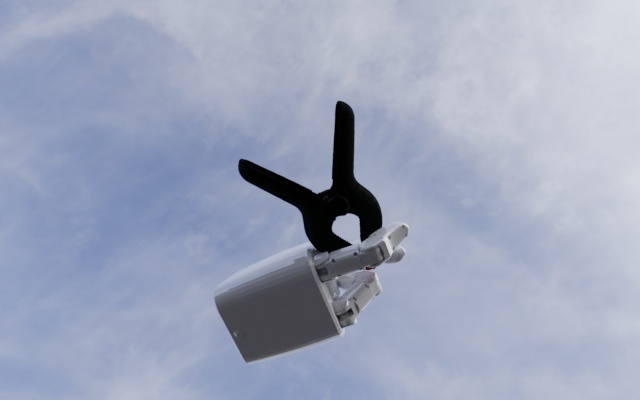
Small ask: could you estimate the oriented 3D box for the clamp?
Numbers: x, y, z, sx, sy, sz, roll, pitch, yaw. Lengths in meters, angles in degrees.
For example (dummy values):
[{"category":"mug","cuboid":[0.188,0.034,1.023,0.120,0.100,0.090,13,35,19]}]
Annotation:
[{"category":"clamp","cuboid":[0.000,0.001,0.471,0.120,0.171,0.039,-20,18,6]}]
